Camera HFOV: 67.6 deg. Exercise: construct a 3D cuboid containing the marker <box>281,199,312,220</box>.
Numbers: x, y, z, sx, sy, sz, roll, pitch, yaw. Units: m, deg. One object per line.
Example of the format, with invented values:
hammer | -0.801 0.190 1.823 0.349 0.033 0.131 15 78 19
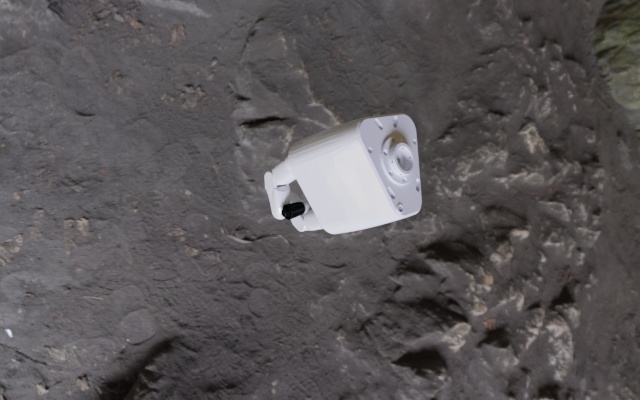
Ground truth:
marker | 0.000 0.002 0.592 0.121 0.020 0.020 -16 11 -42
